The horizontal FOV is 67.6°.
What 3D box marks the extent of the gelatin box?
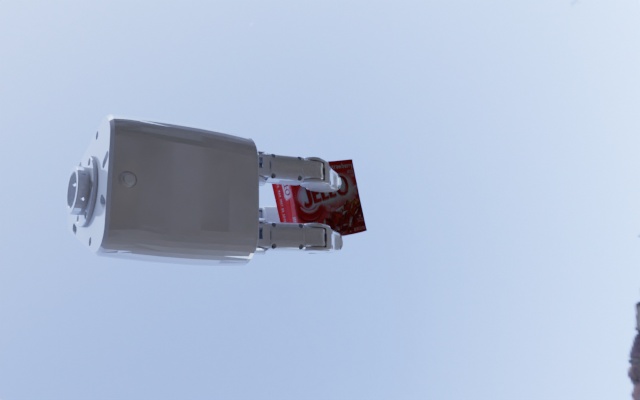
[{"bbox_3d":[0.000,0.002,0.448,0.089,0.073,0.030,-9,-4,-45],"label":"gelatin box"}]
